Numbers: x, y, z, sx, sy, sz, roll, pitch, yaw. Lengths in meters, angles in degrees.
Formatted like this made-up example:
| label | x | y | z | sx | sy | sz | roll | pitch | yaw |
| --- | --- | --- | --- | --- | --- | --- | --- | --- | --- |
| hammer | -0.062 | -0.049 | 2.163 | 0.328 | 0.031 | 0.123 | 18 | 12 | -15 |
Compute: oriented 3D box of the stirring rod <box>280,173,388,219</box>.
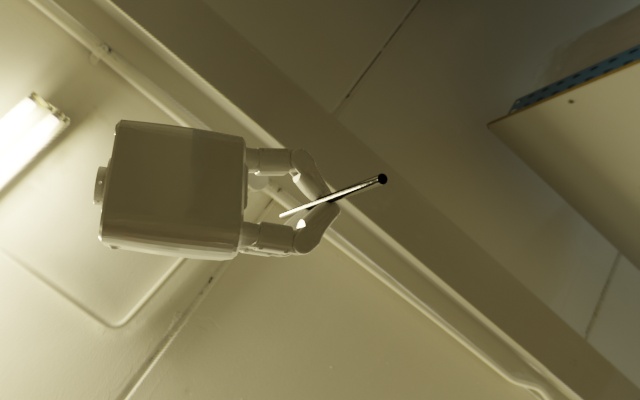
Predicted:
| label | x | y | z | sx | sy | sz | roll | pitch | yaw |
| --- | --- | --- | --- | --- | --- | --- | --- | --- | --- |
| stirring rod | 0.000 | 0.001 | 0.448 | 0.011 | 0.011 | 0.239 | 0 | -8 | -22 |
